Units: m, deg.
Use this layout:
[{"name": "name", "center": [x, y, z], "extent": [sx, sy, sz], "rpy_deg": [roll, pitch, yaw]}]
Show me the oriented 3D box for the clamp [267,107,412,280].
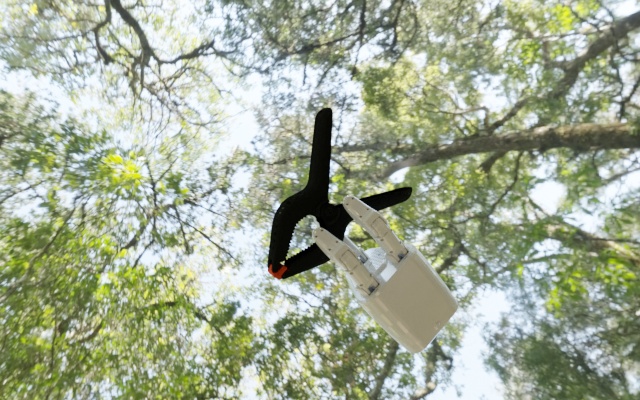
[{"name": "clamp", "center": [0.000, 0.002, 0.589], "extent": [0.210, 0.164, 0.036], "rpy_deg": [-45, 16, -13]}]
